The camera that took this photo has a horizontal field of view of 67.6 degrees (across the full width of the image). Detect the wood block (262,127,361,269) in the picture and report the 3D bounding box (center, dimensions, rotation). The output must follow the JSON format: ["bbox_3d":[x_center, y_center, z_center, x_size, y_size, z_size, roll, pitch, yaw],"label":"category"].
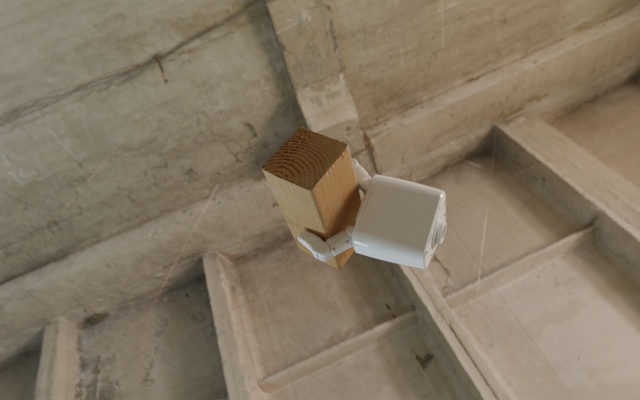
[{"bbox_3d":[0.000,0.003,0.719,0.090,0.090,0.206,25,-27,30],"label":"wood block"}]
